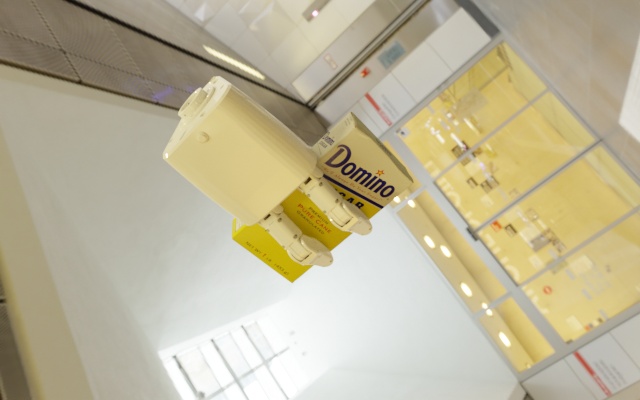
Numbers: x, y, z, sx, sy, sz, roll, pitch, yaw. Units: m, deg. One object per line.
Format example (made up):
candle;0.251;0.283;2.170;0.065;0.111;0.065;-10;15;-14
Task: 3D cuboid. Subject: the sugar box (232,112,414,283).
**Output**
sugar box;0.000;0.002;0.503;0.093;0.176;0.048;40;20;-26
